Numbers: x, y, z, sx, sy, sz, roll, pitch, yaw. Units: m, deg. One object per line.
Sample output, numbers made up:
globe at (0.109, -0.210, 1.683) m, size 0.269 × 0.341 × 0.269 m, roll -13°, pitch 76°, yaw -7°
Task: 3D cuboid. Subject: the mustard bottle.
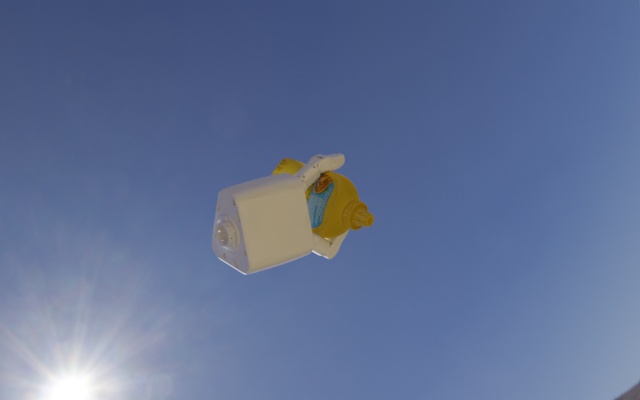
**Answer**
mustard bottle at (0.000, 0.002, 0.703) m, size 0.191 × 0.096 × 0.058 m, roll 20°, pitch 1°, yaw 43°
